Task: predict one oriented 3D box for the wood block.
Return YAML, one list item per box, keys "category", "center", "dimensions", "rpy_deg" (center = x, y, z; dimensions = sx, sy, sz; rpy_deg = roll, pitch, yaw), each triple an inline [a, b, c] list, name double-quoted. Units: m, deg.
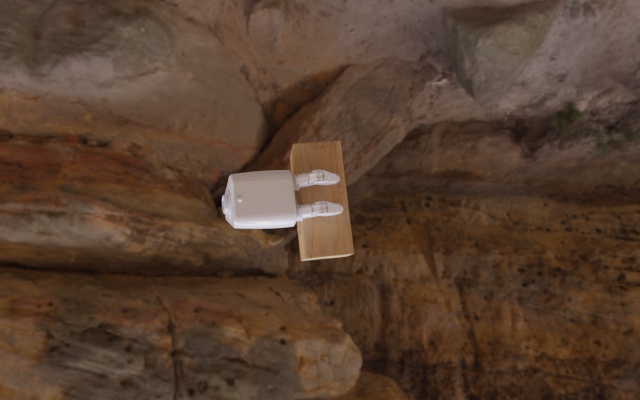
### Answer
- category: "wood block"
  center: [0.000, 0.003, 0.884]
  dimensions: [0.090, 0.206, 0.091]
  rpy_deg: [-5, -9, -8]
